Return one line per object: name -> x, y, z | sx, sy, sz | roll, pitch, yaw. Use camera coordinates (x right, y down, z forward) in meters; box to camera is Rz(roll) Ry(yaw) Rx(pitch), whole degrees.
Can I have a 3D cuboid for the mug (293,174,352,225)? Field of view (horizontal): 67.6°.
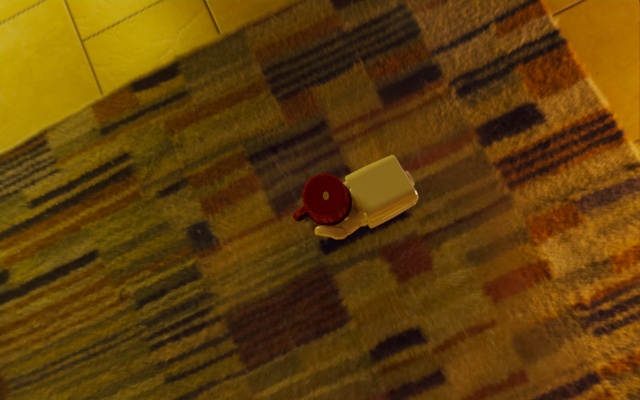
mug -> -0.001, 0.003, 0.884 | 0.117, 0.093, 0.081 | -29, -11, 1
